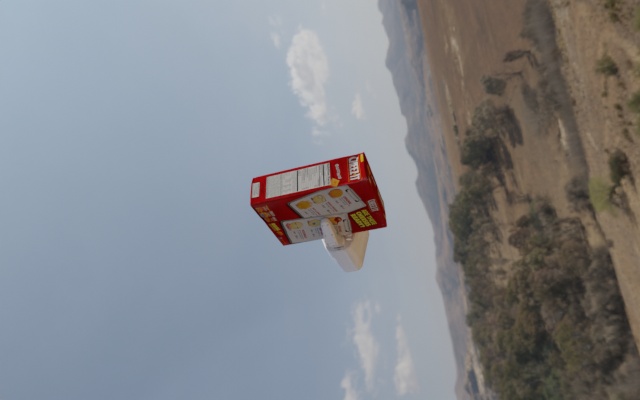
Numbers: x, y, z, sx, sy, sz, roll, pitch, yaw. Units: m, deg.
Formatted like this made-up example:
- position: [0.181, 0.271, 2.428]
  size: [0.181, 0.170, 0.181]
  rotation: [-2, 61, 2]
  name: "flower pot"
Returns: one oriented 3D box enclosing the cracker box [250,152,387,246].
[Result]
- position: [0.000, 0.003, 0.884]
  size: [0.214, 0.072, 0.164]
  rotation: [-12, -35, 13]
  name: "cracker box"
